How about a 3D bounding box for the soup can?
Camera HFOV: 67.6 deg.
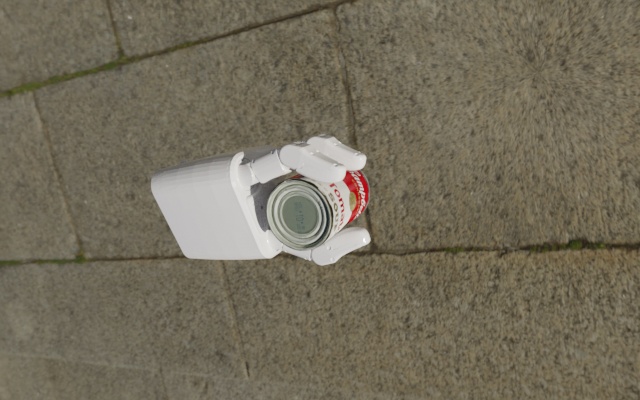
[{"bbox_3d":[0.000,0.002,0.463,0.068,0.068,0.102,0,14,25],"label":"soup can"}]
